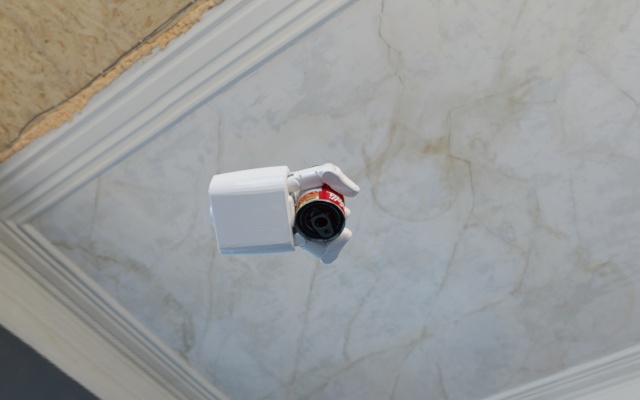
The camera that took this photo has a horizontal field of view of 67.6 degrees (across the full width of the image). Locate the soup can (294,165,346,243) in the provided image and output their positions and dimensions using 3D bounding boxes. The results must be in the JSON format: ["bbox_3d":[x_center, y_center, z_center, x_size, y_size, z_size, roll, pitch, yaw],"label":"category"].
[{"bbox_3d":[0.001,0.002,0.669,0.068,0.068,0.102,0,31,1],"label":"soup can"}]
